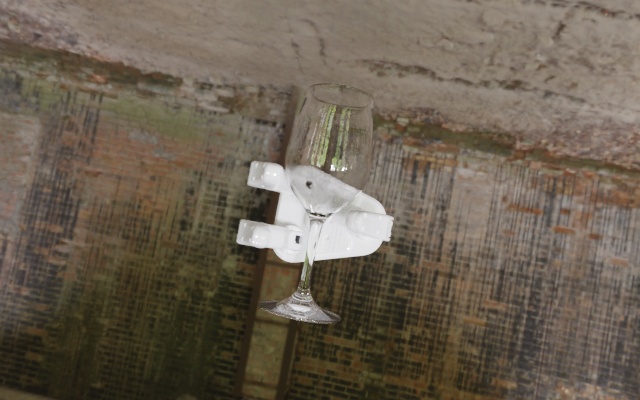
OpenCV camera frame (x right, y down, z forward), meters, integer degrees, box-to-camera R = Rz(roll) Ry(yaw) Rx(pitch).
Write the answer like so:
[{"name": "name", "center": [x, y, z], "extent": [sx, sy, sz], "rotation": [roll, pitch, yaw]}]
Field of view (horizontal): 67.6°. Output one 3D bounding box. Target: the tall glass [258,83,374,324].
[{"name": "tall glass", "center": [0.000, 0.002, 0.429], "extent": [0.079, 0.201, 0.079], "rotation": [11, -4, 1]}]
